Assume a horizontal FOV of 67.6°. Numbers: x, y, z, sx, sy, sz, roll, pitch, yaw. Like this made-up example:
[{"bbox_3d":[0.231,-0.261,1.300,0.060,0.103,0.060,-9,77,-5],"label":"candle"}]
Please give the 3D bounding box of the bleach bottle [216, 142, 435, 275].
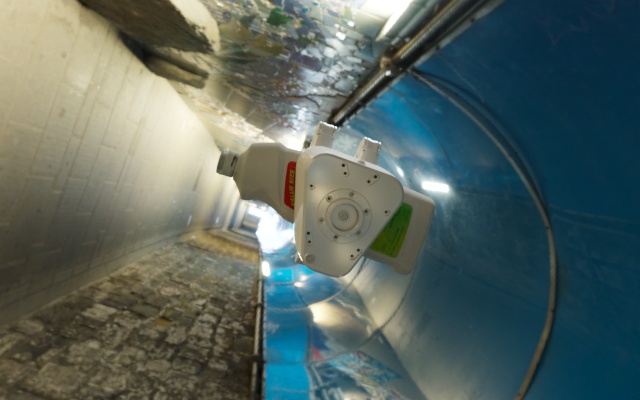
[{"bbox_3d":[0.000,0.002,0.562,0.251,0.102,0.068,18,6,-7],"label":"bleach bottle"}]
